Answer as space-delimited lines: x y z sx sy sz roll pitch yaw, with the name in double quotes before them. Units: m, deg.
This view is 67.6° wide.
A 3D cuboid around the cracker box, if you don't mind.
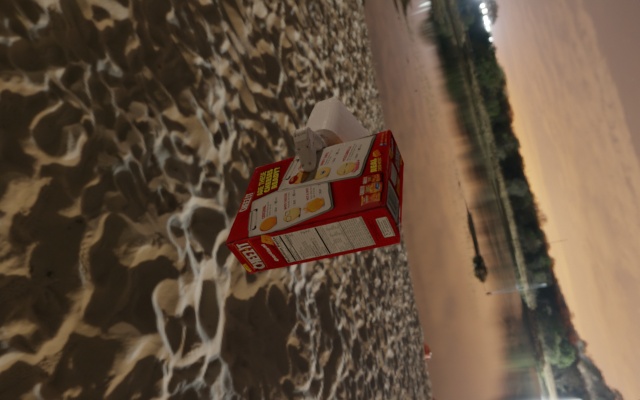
"cracker box" 0.000 0.002 0.634 0.214 0.072 0.164 -15 36 21
